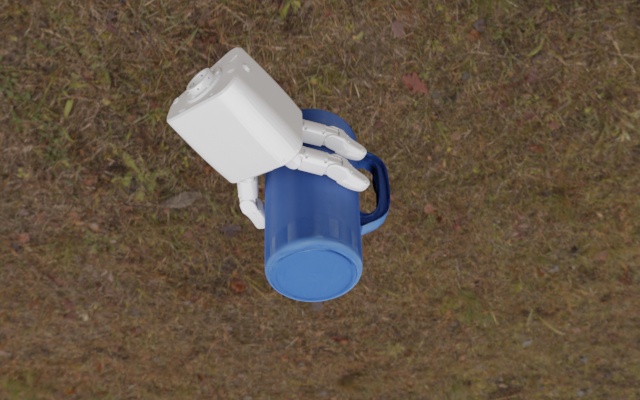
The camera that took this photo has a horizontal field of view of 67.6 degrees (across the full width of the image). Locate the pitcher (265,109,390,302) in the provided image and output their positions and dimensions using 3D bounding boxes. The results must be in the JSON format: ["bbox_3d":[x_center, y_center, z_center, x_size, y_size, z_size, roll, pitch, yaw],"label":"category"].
[{"bbox_3d":[0.000,0.002,0.605,0.149,0.242,0.145,-28,-52,21],"label":"pitcher"}]
